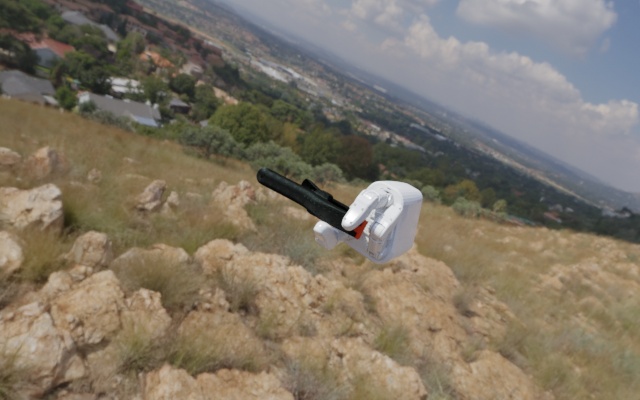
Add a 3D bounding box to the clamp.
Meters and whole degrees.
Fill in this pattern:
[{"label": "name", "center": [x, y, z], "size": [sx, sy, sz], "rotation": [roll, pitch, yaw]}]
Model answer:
[{"label": "clamp", "center": [0.000, 0.002, 0.690], "size": [0.171, 0.039, 0.120], "rotation": [33, 18, 24]}]
